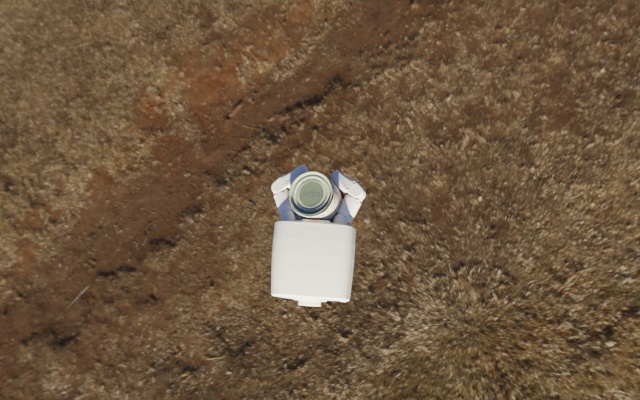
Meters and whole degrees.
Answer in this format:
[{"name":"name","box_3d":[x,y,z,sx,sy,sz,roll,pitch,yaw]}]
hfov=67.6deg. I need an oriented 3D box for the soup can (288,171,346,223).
[{"name":"soup can","box_3d":[0.000,0.002,0.709,0.068,0.068,0.102,0,-14,17]}]
